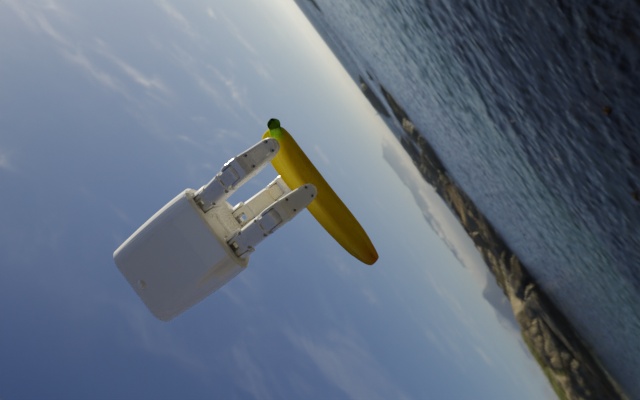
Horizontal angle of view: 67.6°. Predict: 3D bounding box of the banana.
[{"bbox_3d":[-0.006,-0.007,0.510,0.037,0.198,0.069,-38,24,3],"label":"banana"}]
